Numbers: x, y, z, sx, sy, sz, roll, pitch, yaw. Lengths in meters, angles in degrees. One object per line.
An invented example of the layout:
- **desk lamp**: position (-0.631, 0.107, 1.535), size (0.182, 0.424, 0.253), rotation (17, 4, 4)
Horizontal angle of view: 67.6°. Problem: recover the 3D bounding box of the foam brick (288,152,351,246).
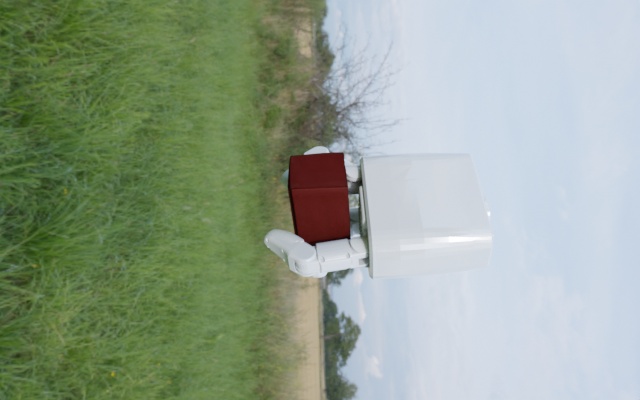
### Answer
- **foam brick**: position (0.000, 0.001, 0.441), size (0.051, 0.078, 0.053), rotation (-4, 40, 2)
